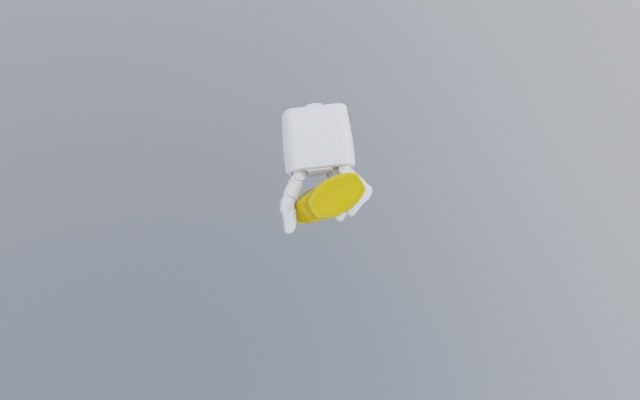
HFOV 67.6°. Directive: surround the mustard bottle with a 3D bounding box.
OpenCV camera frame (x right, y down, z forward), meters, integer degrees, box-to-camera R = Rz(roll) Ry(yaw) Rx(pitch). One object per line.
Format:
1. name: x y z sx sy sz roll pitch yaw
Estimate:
1. mustard bottle: 0.000 0.003 0.802 0.096 0.058 0.191 -32 3 -17
